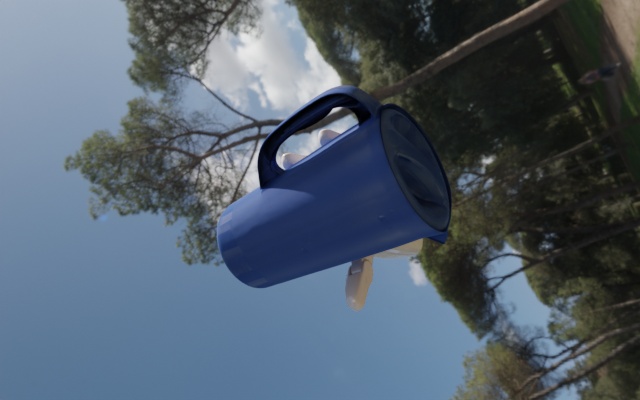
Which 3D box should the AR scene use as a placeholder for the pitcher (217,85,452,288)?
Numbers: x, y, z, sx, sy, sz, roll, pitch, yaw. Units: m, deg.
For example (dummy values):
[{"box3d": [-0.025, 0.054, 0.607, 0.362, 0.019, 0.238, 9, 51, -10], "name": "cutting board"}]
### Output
[{"box3d": [0.000, 0.002, 0.505, 0.243, 0.149, 0.145, -26, -25, 31], "name": "pitcher"}]
